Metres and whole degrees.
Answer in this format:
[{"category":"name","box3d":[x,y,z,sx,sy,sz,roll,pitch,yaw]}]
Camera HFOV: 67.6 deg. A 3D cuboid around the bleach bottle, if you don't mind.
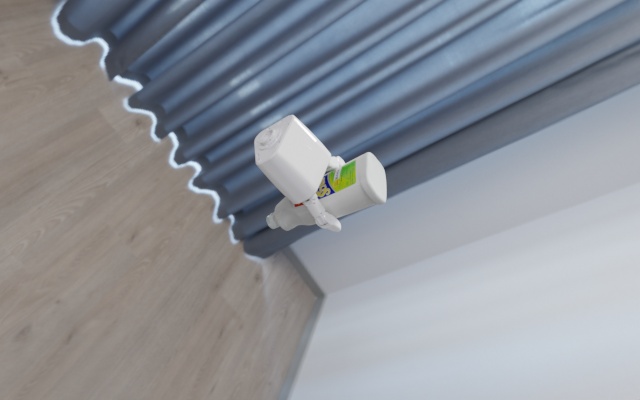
[{"category":"bleach bottle","box3d":[0.000,0.003,0.897,0.251,0.102,0.068,-25,-53,28]}]
